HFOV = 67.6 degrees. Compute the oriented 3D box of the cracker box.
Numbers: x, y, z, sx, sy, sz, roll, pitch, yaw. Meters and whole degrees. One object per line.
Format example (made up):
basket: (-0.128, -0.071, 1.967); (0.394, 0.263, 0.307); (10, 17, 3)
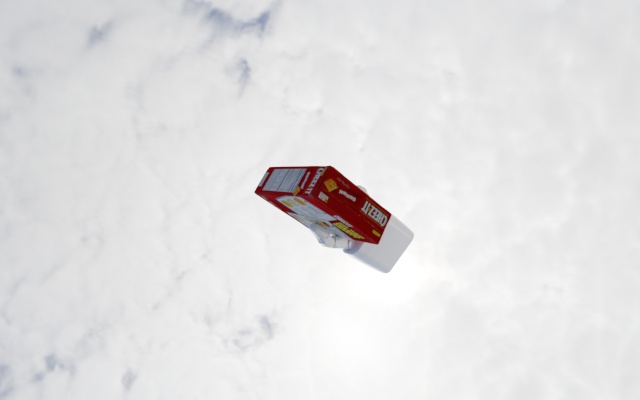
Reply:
cracker box: (0.000, 0.003, 0.879); (0.164, 0.072, 0.213); (35, -17, -30)
